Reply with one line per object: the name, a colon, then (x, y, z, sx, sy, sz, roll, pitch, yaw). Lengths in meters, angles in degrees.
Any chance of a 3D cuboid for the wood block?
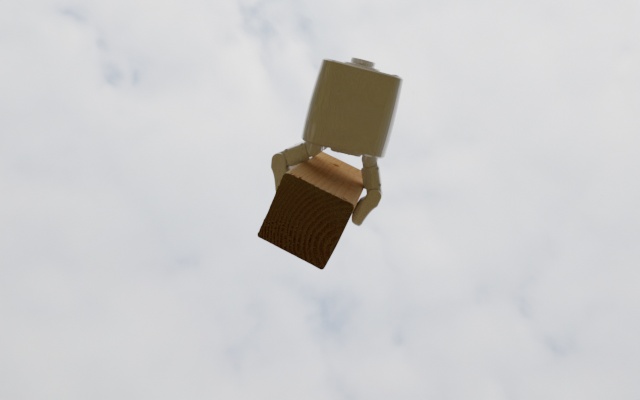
wood block: (0.001, 0.002, 0.643, 0.091, 0.090, 0.206, 26, 16, 4)
